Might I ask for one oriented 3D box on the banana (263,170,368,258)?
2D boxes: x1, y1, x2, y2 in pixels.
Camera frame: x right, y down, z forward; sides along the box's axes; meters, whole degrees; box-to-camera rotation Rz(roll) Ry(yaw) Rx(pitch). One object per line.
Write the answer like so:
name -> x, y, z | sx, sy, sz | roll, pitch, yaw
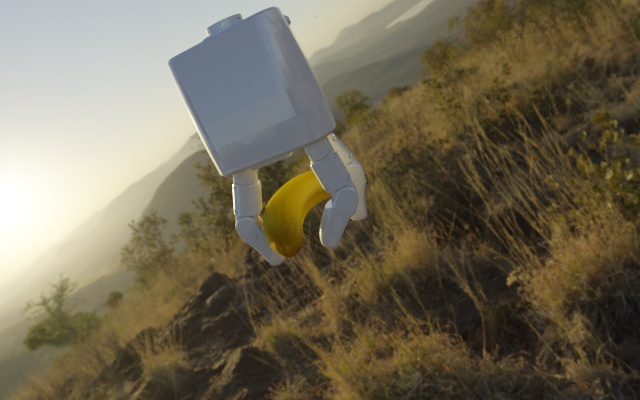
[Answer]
banana -> -0.015, 0.002, 0.470 | 0.069, 0.037, 0.197 | -5, 19, 26
